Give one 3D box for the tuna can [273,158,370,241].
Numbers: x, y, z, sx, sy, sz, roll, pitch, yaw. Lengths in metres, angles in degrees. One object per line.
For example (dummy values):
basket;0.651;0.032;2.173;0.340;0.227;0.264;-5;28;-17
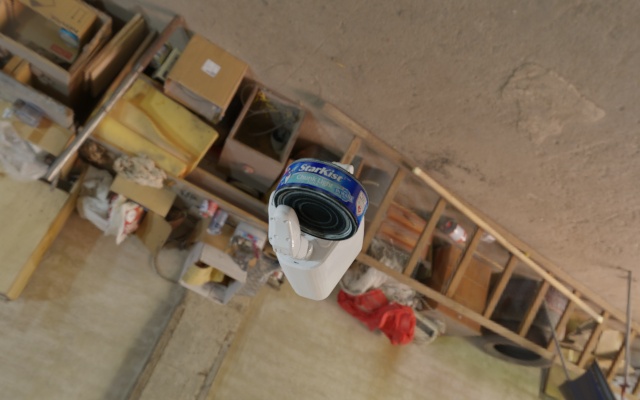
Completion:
tuna can;0.000;0.002;0.446;0.086;0.033;0.086;18;-31;11
